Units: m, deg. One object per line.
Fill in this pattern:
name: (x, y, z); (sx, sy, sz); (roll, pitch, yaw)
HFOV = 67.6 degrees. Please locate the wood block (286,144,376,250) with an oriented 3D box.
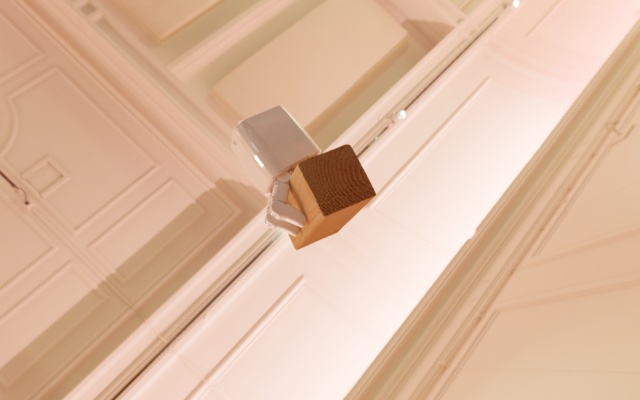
wood block: (0.000, 0.002, 0.772); (0.091, 0.090, 0.206); (-23, -12, -20)
